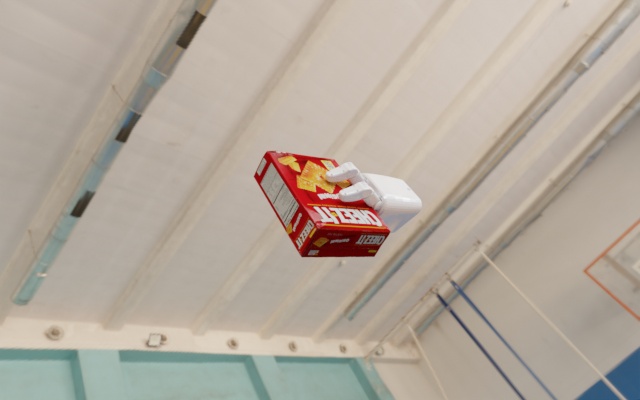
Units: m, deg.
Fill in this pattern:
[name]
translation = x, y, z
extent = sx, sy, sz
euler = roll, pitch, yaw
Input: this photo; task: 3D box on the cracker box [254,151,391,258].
[cracker box]
translation = 0.000, 0.003, 0.846
extent = 0.164, 0.072, 0.213
euler = 4, 36, -38
